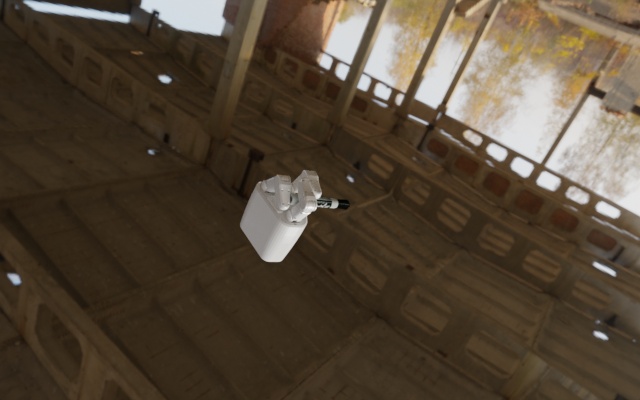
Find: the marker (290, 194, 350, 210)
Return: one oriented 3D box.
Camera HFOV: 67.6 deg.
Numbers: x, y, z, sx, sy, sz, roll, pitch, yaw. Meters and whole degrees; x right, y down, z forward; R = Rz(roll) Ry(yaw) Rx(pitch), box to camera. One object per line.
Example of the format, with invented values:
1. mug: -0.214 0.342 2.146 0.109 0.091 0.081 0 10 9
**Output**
1. marker: 0.000 0.003 0.836 0.121 0.020 0.020 6 -3 -31
